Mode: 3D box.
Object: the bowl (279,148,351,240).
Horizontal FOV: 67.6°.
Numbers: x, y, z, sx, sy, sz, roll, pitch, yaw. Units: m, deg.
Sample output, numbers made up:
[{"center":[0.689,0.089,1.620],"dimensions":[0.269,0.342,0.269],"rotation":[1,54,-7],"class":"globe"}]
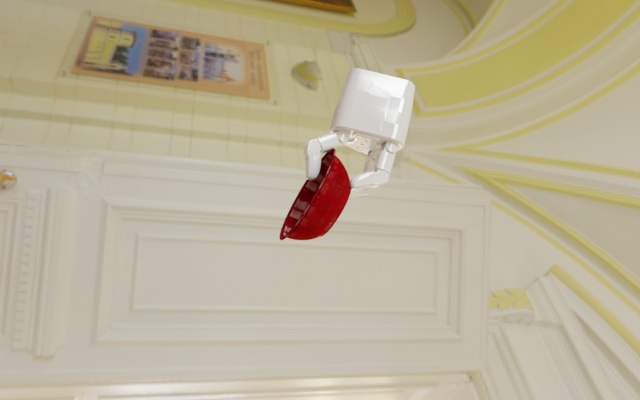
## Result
[{"center":[0.000,0.004,0.732],"dimensions":[0.055,0.162,0.162],"rotation":[31,-6,-10],"class":"bowl"}]
